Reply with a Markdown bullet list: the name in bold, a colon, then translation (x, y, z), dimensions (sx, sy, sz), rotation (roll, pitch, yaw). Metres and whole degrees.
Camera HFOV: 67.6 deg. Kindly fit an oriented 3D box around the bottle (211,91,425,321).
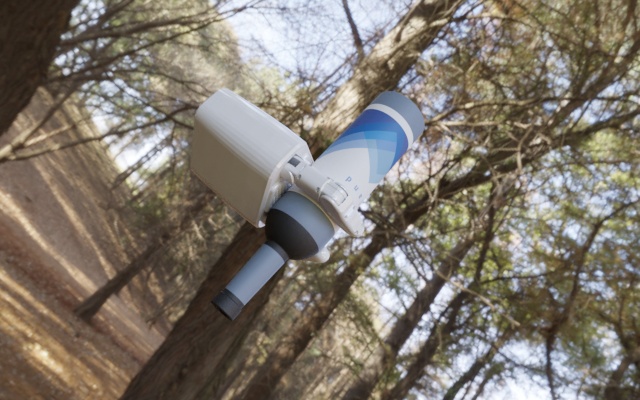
- **bottle**: translation (0.000, 0.001, 0.496), dimensions (0.295, 0.069, 0.069), rotation (-48, 22, -22)
